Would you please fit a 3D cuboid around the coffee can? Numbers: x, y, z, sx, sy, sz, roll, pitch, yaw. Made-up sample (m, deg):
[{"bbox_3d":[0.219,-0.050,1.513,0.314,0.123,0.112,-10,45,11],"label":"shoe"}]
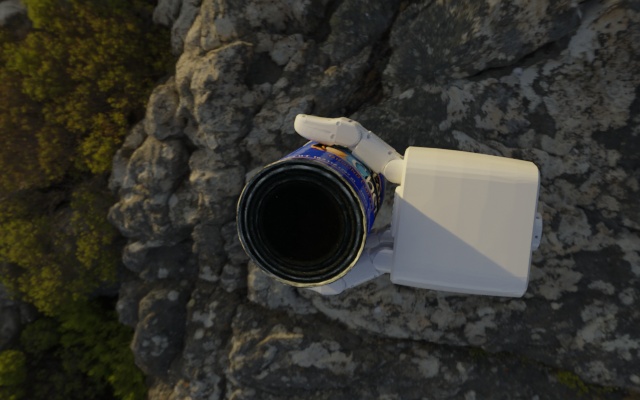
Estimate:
[{"bbox_3d":[0.000,0.001,0.423,0.103,0.103,0.140,0,15,13],"label":"coffee can"}]
